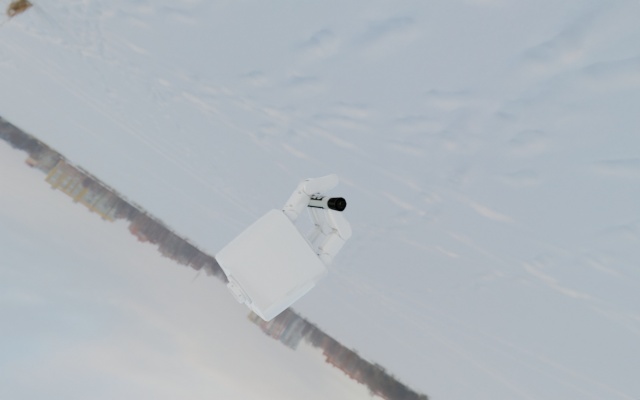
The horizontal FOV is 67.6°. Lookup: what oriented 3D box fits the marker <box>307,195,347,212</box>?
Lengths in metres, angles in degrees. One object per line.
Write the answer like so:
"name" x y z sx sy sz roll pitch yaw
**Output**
"marker" 0.000 0.002 0.655 0.020 0.020 0.121 0 3 -28
